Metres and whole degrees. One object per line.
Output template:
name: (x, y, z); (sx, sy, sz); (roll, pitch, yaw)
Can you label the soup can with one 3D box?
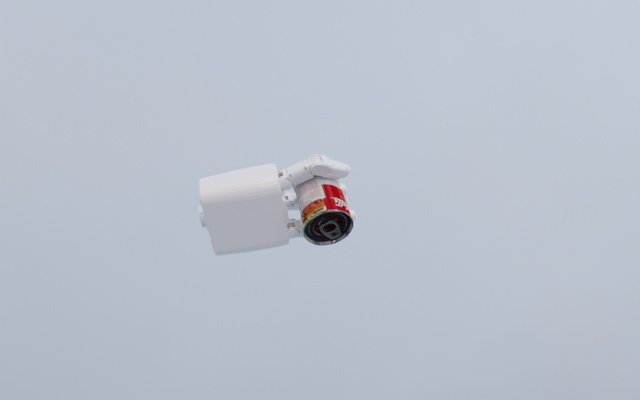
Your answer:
soup can: (0.001, 0.002, 0.660); (0.068, 0.102, 0.069); (-9, -44, -8)
